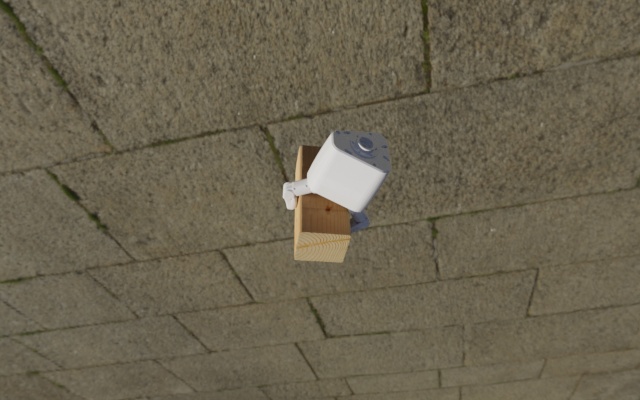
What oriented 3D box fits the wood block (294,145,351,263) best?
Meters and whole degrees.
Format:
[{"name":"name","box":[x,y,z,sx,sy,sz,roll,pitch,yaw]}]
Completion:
[{"name":"wood block","box":[0.000,0.003,0.892,0.091,0.206,0.090,4,-40,-7]}]
